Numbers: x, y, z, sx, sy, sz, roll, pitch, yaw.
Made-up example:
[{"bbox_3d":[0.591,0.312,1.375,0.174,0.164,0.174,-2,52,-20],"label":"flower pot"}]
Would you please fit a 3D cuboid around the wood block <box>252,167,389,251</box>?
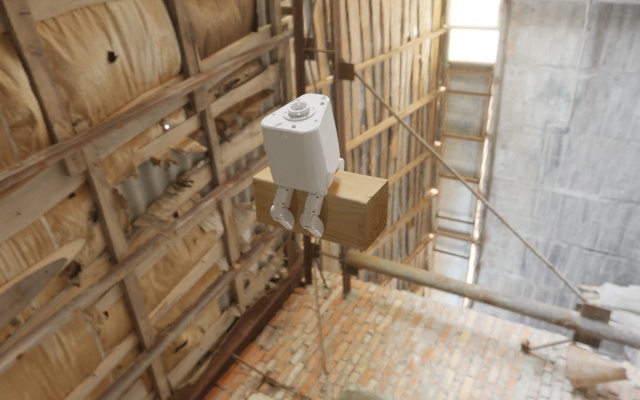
[{"bbox_3d":[0.000,0.002,0.795,0.206,0.090,0.090,14,32,27],"label":"wood block"}]
